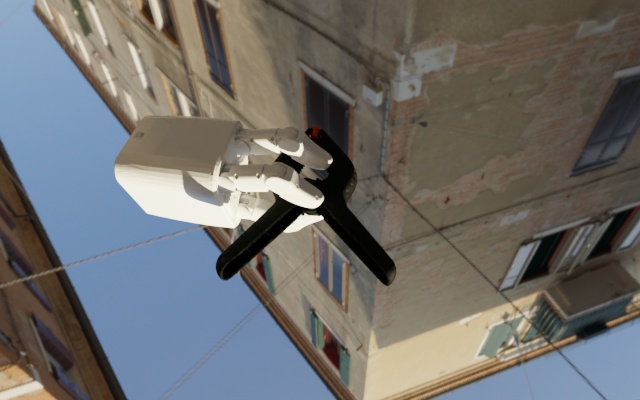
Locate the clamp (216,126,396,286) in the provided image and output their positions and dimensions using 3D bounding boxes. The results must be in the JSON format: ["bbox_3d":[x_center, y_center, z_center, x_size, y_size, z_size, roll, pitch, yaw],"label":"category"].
[{"bbox_3d":[0.000,0.002,0.494,0.164,0.209,0.036,7,-42,6],"label":"clamp"}]
